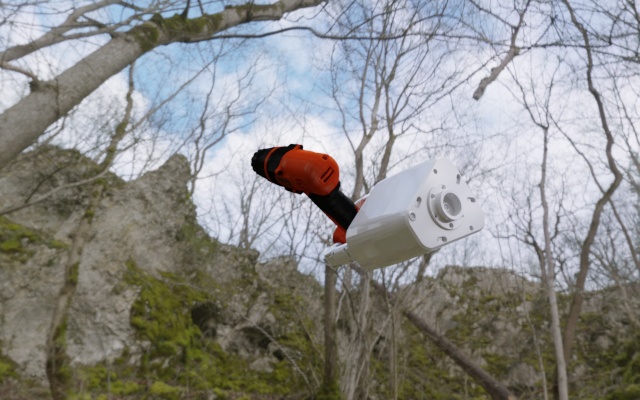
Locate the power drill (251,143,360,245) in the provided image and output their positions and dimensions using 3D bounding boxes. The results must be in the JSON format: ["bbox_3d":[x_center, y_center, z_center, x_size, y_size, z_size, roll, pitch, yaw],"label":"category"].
[{"bbox_3d":[0.001,0.002,0.632,0.188,0.057,0.184,45,-13,-29],"label":"power drill"}]
